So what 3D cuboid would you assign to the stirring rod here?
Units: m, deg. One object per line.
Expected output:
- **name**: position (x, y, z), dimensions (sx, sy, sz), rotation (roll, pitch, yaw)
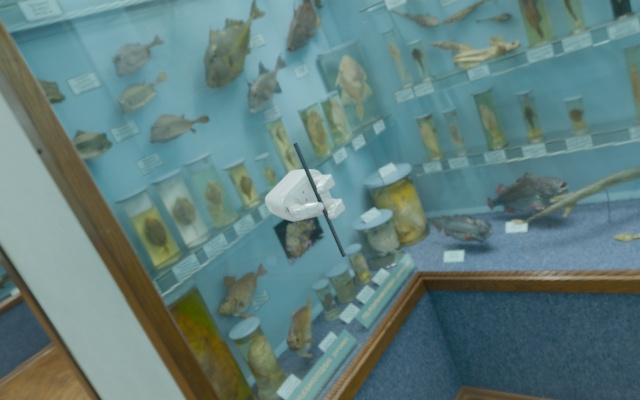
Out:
- **stirring rod**: position (0.000, 0.003, 0.899), dimensions (0.011, 0.239, 0.011), rotation (-21, 17, 7)
